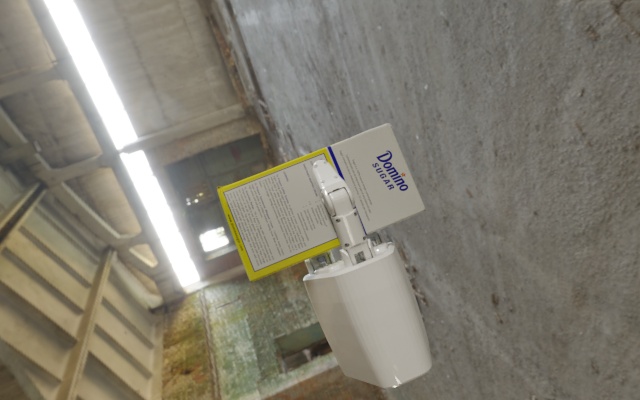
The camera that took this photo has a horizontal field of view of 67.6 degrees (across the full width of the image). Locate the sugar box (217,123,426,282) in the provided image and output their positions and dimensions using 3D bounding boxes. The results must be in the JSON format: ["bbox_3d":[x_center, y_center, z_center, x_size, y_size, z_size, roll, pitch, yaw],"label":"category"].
[{"bbox_3d":[0.000,0.002,0.457,0.176,0.093,0.048,-21,-4,-8],"label":"sugar box"}]
